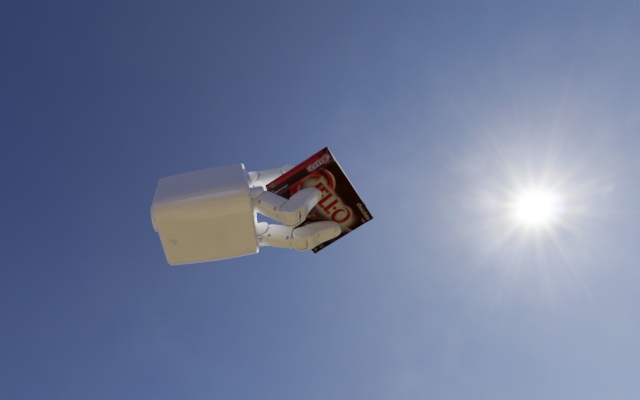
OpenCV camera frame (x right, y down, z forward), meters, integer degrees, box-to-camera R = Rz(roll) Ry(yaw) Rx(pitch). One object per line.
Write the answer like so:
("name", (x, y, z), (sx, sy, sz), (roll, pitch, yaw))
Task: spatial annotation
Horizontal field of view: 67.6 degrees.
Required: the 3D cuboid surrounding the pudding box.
("pudding box", (0.000, 0.002, 0.585), (0.090, 0.039, 0.113), (-31, -49, 8))
